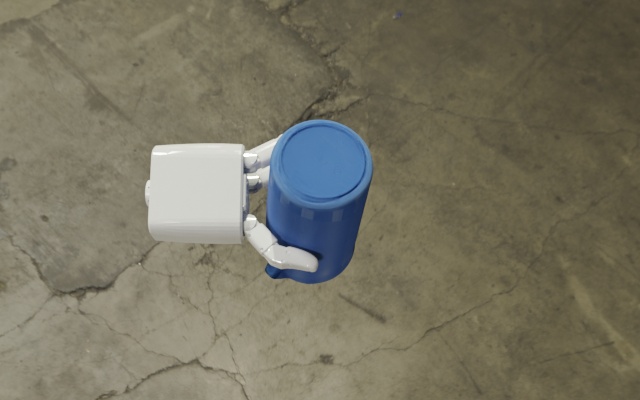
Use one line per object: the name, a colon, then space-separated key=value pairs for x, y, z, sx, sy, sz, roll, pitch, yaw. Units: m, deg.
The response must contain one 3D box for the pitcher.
pitcher: x=0.000 y=0.002 z=0.598 sx=0.145 sy=0.149 sz=0.243 roll=2 pitch=-25 yaw=-4
